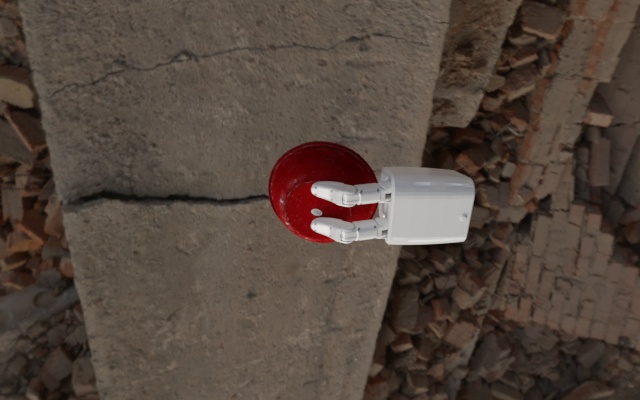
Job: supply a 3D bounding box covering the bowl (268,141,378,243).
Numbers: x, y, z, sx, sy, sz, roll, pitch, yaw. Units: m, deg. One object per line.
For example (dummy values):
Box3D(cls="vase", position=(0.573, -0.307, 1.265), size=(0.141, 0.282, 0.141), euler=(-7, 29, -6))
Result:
Box3D(cls="bowl", position=(-0.001, 0.003, 0.663), size=(0.162, 0.162, 0.055), euler=(0, 28, 9))
